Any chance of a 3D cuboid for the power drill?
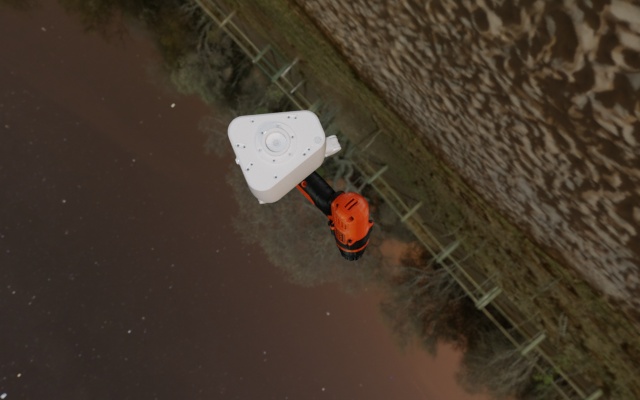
[{"bbox_3d":[0.000,0.002,0.722,0.187,0.057,0.184,41,-19,20],"label":"power drill"}]
